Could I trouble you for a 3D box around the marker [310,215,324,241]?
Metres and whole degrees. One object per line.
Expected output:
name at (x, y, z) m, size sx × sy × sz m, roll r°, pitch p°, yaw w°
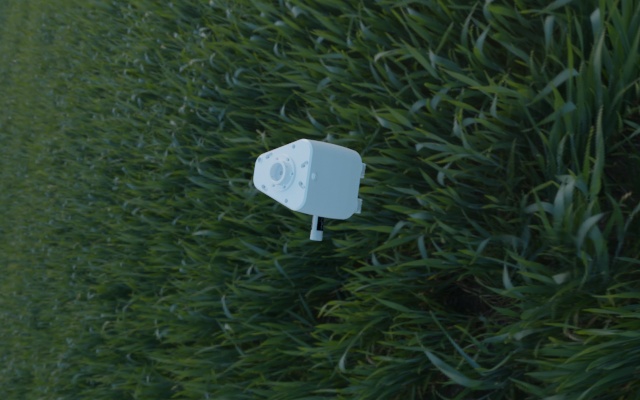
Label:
marker at (0.000, 0.002, 0.754) m, size 0.020 × 0.121 × 0.020 m, roll 7°, pitch -1°, yaw 0°
